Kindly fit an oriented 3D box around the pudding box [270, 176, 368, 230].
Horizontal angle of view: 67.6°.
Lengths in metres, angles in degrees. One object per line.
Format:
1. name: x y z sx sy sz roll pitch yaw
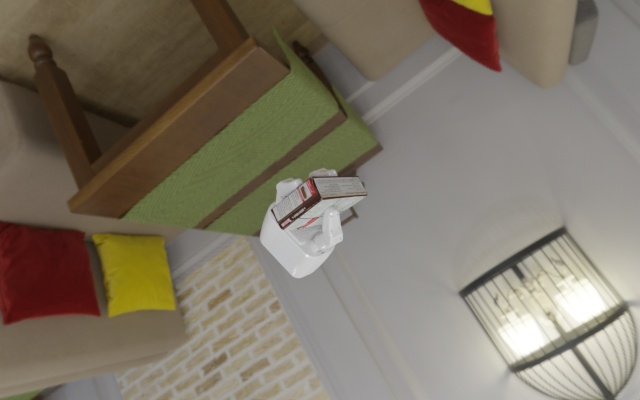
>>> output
1. pudding box: 0.000 0.002 0.678 0.090 0.039 0.113 -38 -18 33
